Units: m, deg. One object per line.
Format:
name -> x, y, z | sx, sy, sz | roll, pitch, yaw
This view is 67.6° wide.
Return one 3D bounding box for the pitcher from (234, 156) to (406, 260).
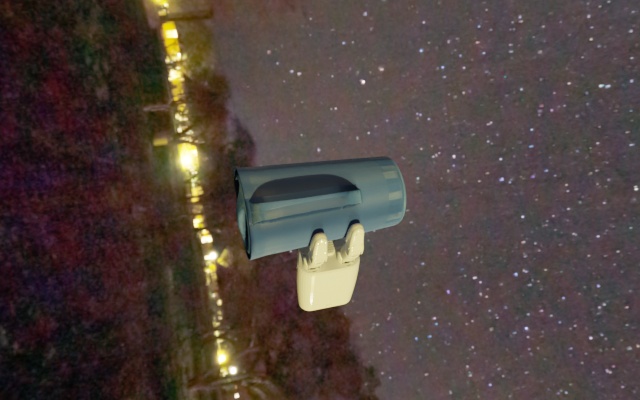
pitcher -> 0.000, 0.002, 0.696 | 0.243, 0.145, 0.149 | -9, 44, -14
